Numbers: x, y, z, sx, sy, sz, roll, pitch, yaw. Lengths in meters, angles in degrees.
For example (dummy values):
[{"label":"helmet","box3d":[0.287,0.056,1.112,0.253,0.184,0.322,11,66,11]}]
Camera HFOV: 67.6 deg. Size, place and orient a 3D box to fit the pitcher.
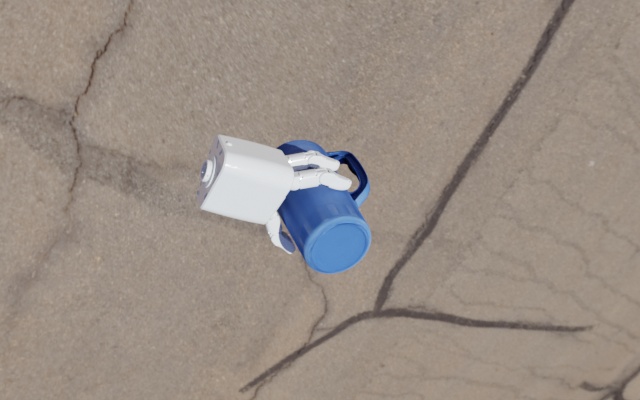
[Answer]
[{"label":"pitcher","box3d":[0.000,0.003,0.795,0.145,0.149,0.242,16,24,-30]}]
